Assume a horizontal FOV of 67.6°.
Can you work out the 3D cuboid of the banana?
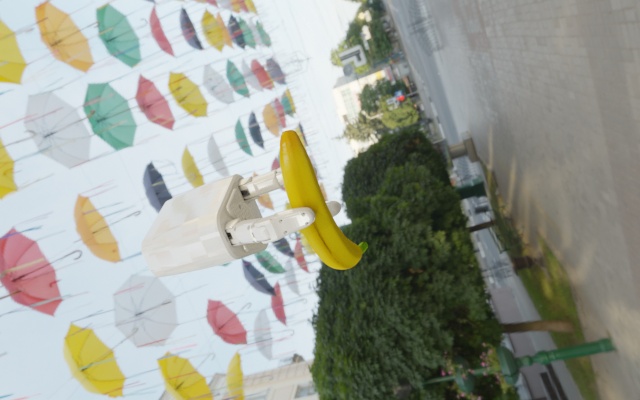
[{"bbox_3d":[0.000,0.017,0.515,0.037,0.069,0.198,-16,-50,20],"label":"banana"}]
